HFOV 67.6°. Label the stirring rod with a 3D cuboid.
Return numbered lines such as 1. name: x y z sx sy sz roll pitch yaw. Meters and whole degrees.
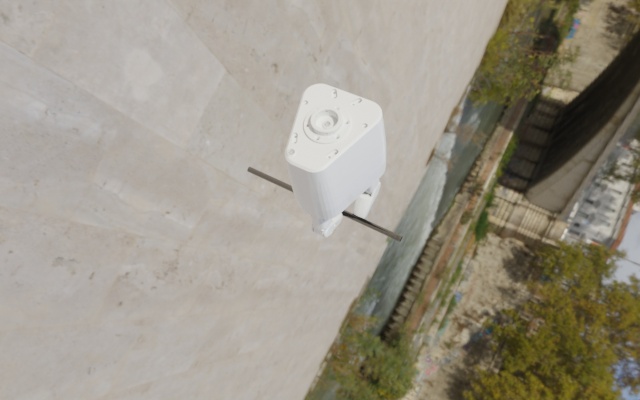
1. stirring rod: 0.000 0.002 0.651 0.239 0.011 0.011 25 8 19
